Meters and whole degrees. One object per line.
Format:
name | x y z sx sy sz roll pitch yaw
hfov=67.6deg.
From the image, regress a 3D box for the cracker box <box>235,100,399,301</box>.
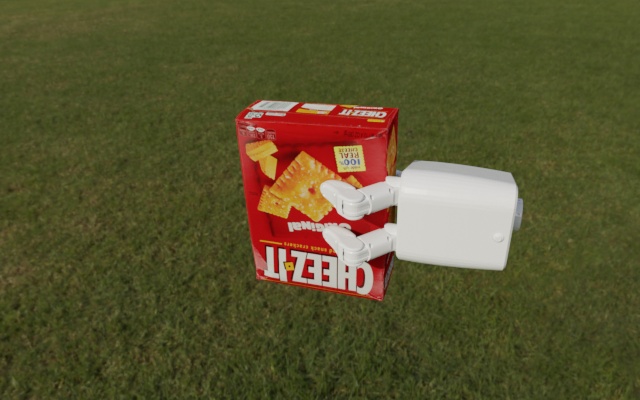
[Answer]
cracker box | 0.000 0.002 0.540 0.164 0.214 0.072 7 30 17
